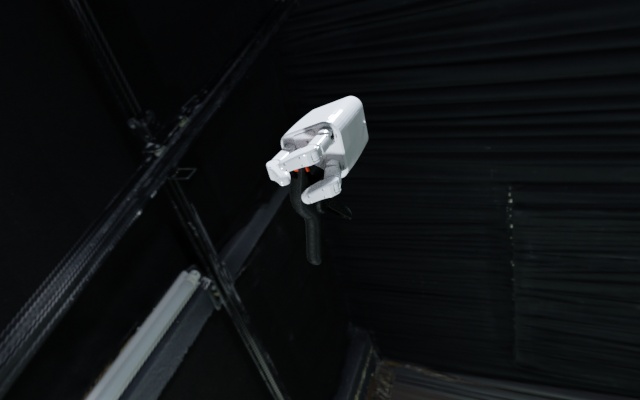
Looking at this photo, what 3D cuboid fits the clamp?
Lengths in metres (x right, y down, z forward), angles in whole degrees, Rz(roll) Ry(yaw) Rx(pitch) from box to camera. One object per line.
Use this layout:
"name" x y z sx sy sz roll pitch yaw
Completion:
"clamp" 0.000 0.002 0.746 0.039 0.172 0.120 6 37 30
